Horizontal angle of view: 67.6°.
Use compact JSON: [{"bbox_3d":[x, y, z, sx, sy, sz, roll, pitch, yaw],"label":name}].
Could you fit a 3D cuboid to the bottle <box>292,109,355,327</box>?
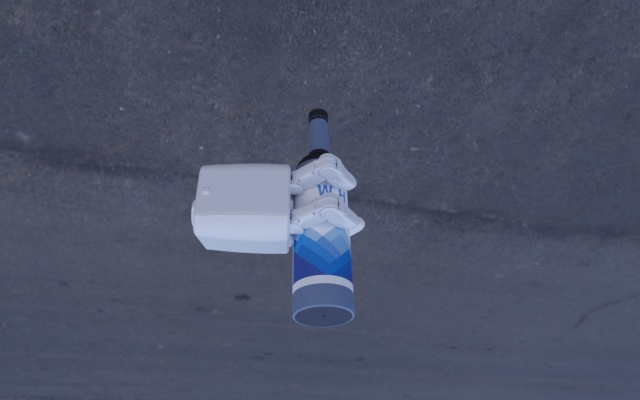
[{"bbox_3d":[0.000,0.002,0.589,0.069,0.295,0.069,-1,-34,-1],"label":"bottle"}]
